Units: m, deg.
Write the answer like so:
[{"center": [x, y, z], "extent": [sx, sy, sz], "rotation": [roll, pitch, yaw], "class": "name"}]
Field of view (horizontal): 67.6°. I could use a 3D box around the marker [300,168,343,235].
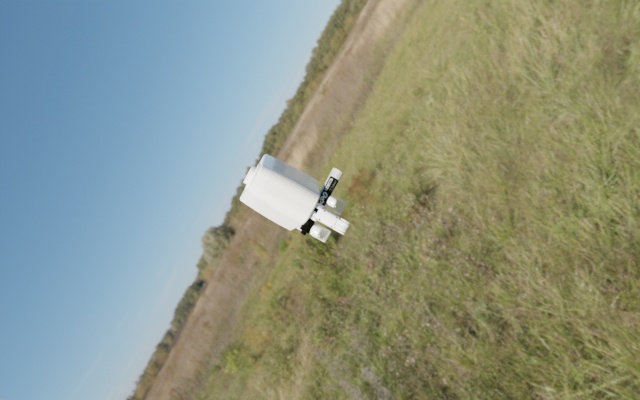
[{"center": [0.000, 0.003, 0.784], "extent": [0.020, 0.121, 0.020], "rotation": [29, -3, 1], "class": "marker"}]
